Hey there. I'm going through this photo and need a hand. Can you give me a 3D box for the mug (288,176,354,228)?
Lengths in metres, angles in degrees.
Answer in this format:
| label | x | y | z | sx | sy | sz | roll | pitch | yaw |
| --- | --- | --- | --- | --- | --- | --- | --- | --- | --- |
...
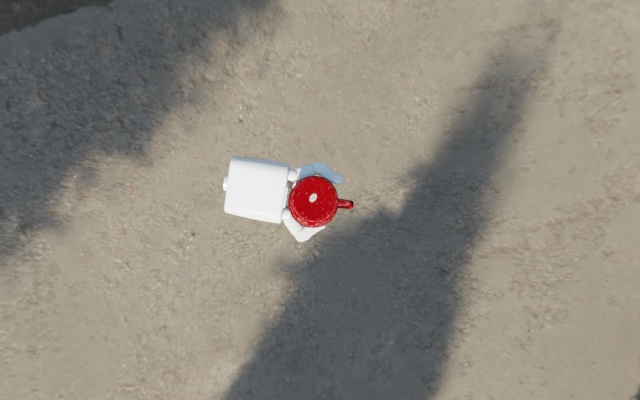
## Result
| label | x | y | z | sx | sy | sz | roll | pitch | yaw |
| --- | --- | --- | --- | --- | --- | --- | --- | --- | --- |
| mug | 0.002 | 0.003 | 0.836 | 0.117 | 0.093 | 0.081 | 8 | -4 | -1 |
